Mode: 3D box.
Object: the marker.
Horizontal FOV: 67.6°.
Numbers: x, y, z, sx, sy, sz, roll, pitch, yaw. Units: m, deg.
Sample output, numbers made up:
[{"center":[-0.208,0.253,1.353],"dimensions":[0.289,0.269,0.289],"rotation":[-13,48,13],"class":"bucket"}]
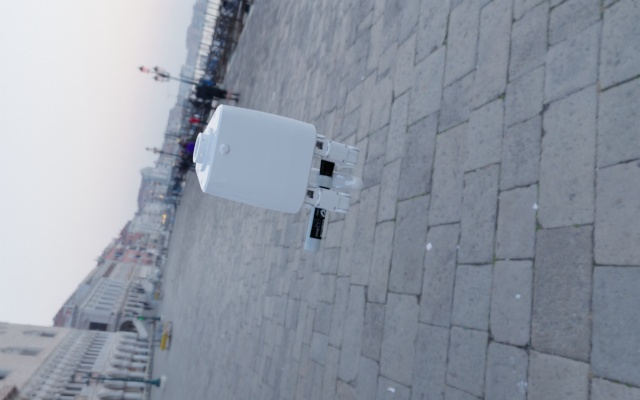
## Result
[{"center":[0.000,0.002,0.586],"dimensions":[0.020,0.121,0.020],"rotation":[11,-3,1],"class":"marker"}]
